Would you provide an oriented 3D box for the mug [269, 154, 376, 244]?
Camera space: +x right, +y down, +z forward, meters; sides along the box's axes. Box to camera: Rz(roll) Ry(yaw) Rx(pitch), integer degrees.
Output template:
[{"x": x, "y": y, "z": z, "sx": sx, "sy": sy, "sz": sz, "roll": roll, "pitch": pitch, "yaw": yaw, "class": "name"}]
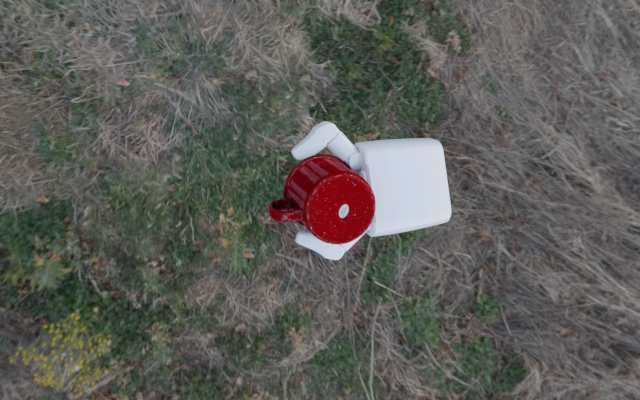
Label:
[{"x": -0.001, "y": 0.002, "z": 0.537, "sx": 0.117, "sy": 0.093, "sz": 0.081, "roll": -10, "pitch": 17, "yaw": -14, "class": "mug"}]
